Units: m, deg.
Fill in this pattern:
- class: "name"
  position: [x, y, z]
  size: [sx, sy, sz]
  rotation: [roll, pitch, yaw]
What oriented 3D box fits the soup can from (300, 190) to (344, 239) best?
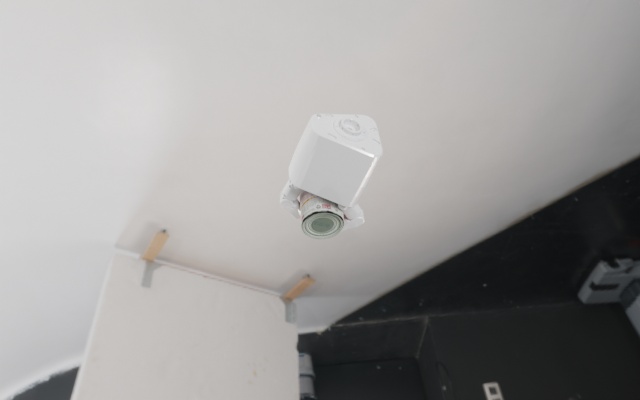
- class: "soup can"
  position: [0.000, 0.003, 0.769]
  size: [0.068, 0.102, 0.069]
  rotation: [-3, -42, -3]
